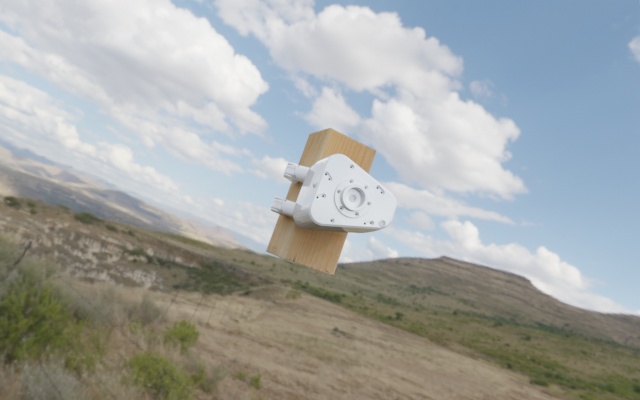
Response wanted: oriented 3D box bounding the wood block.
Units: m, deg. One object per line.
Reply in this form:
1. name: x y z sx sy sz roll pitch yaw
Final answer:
1. wood block: 0.001 0.002 0.755 0.091 0.206 0.090 23 -8 -21
